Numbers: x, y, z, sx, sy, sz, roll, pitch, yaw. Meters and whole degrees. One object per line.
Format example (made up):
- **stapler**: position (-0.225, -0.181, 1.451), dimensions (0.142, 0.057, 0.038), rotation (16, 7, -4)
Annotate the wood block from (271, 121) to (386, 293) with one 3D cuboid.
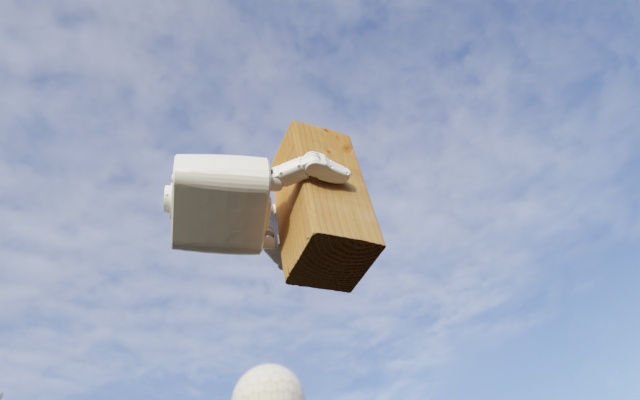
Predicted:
- **wood block**: position (0.000, 0.002, 0.602), dimensions (0.090, 0.091, 0.206), rotation (12, 40, -23)
